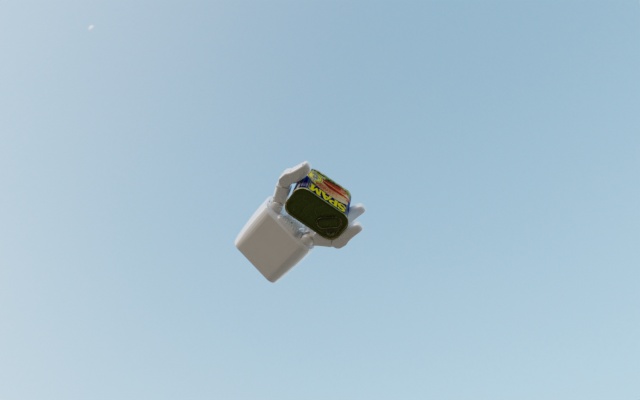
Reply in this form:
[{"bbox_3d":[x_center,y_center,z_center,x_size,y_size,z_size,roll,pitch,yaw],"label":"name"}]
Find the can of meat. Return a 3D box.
[{"bbox_3d":[0.000,0.002,0.780,0.102,0.057,0.084,34,29,-9],"label":"can of meat"}]
